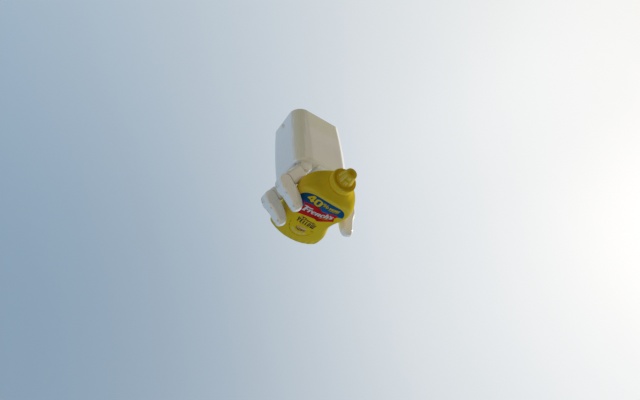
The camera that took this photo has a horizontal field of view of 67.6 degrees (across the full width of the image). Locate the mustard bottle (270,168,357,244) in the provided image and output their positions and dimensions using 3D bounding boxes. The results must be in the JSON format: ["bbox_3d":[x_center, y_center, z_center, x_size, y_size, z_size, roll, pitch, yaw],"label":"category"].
[{"bbox_3d":[0.000,0.003,0.760,0.096,0.058,0.192,31,-39,-14],"label":"mustard bottle"}]
